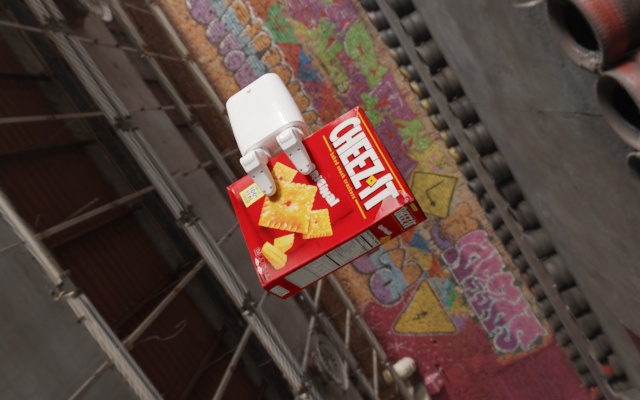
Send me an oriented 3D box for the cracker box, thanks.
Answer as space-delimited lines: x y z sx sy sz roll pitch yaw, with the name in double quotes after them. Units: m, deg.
0.000 0.002 0.617 0.214 0.164 0.072 -31 -32 10 "cracker box"
